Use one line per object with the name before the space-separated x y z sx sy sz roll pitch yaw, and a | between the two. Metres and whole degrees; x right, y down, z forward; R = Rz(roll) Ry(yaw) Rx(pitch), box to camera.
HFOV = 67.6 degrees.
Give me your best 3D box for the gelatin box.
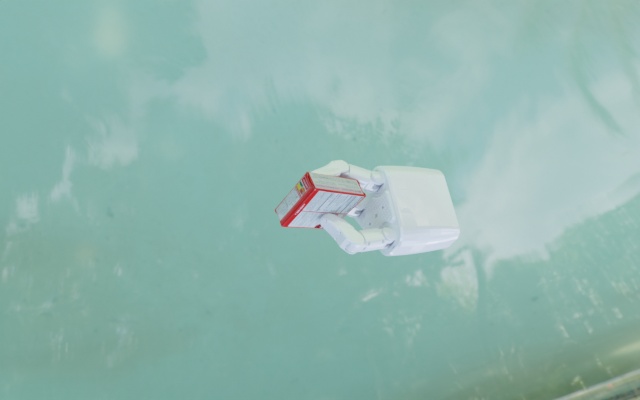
gelatin box | 0.000 0.002 0.586 0.089 0.030 0.073 5 -41 -43
